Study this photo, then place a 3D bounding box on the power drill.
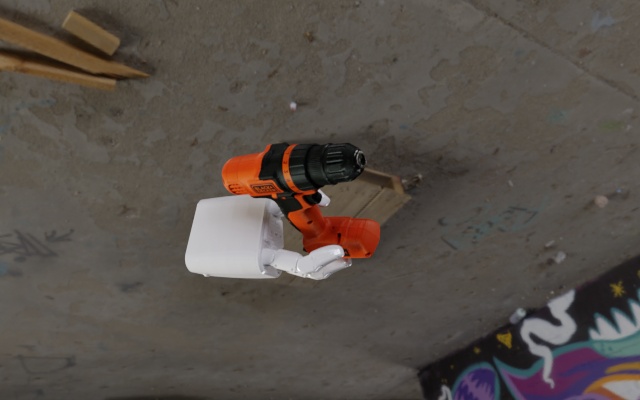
[{"bbox_3d":[0.000,0.002,0.573,0.184,0.057,0.188,-2,-36,35],"label":"power drill"}]
